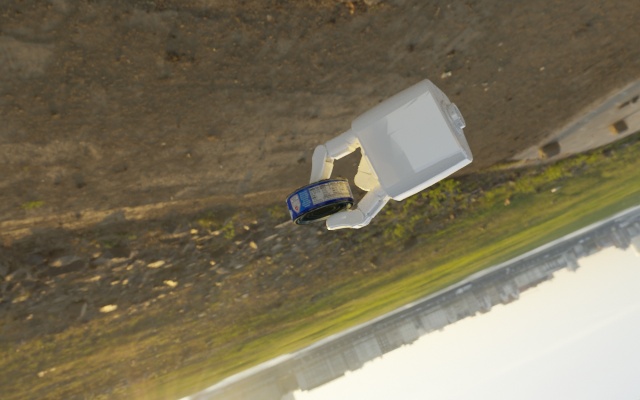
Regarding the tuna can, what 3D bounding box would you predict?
[{"bbox_3d":[0.000,0.003,0.622,0.086,0.033,0.086,-17,-14,-4],"label":"tuna can"}]
